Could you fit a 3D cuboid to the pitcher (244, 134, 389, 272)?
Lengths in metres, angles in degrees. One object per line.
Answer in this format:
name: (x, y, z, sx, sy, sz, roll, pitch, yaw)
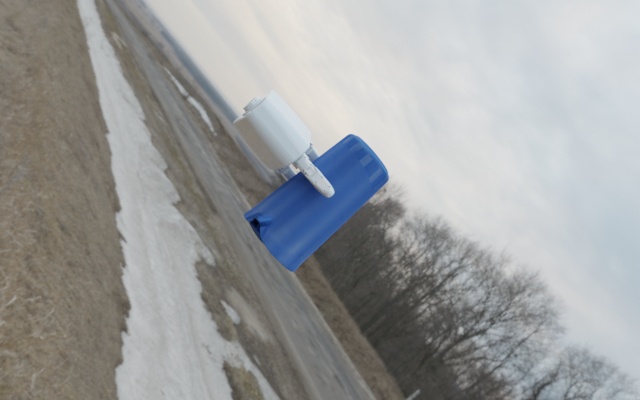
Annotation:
pitcher: (0.000, 0.003, 0.840, 0.243, 0.145, 0.149, -40, 16, 0)
